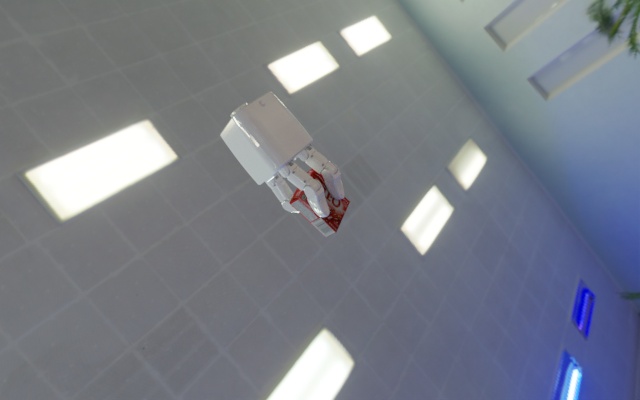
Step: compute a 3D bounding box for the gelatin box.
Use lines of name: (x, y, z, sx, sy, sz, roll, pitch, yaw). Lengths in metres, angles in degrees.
gelatin box: (0.000, 0.003, 0.774, 0.089, 0.073, 0.030, 44, -44, -19)
